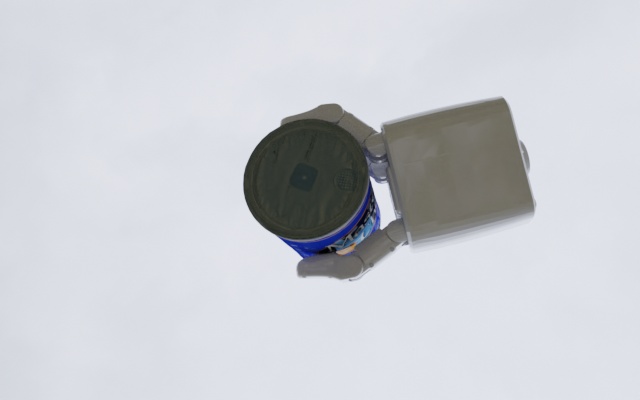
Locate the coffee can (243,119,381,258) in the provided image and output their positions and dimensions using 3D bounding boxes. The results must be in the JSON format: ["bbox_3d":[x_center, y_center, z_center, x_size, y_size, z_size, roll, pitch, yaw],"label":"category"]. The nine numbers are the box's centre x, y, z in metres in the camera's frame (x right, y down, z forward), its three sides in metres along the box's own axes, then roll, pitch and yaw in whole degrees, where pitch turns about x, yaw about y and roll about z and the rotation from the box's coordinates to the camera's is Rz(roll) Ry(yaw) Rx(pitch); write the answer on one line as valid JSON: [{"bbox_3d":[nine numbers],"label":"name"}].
[{"bbox_3d":[0.000,0.002,0.443,0.103,0.102,0.140,0,-17,11],"label":"coffee can"}]
